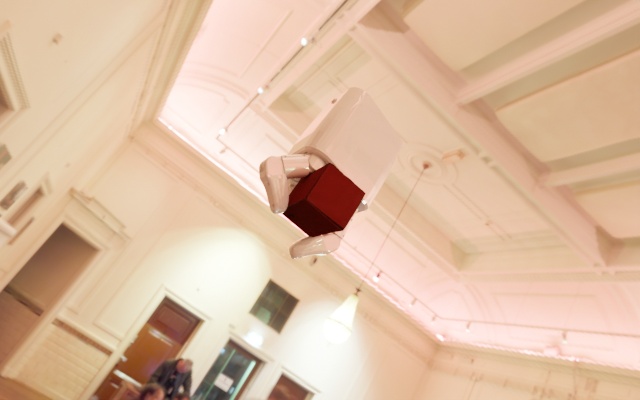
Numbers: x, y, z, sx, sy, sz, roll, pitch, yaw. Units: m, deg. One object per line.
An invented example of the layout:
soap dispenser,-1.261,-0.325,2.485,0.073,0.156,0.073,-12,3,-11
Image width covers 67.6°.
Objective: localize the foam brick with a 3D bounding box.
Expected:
foam brick,0.000,0.002,0.511,0.053,0.051,0.078,41,-24,-14
